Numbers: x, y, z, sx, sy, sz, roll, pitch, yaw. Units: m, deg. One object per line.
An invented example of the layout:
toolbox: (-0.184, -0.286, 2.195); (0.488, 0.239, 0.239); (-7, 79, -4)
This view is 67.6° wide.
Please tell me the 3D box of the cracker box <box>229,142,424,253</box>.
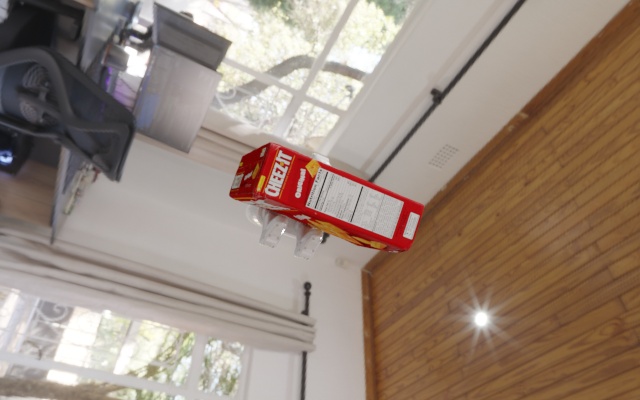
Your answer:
cracker box: (0.000, 0.002, 0.632); (0.214, 0.072, 0.164); (21, -8, -19)
